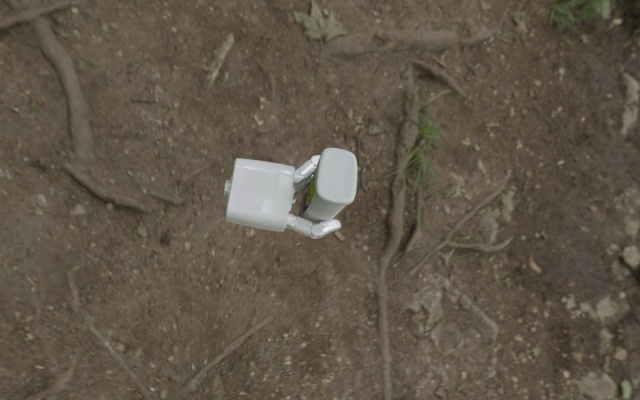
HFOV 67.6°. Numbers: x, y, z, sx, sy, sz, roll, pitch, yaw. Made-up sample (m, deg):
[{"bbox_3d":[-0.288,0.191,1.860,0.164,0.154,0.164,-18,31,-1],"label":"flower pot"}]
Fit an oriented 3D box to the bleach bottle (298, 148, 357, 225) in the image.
[{"bbox_3d":[0.000,0.003,0.881,0.068,0.102,0.251,11,-24,-10],"label":"bleach bottle"}]
